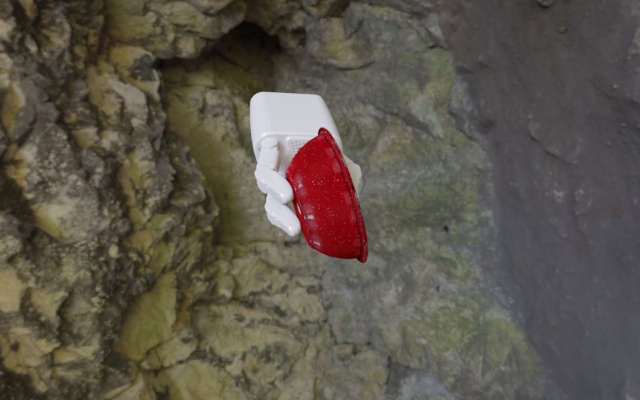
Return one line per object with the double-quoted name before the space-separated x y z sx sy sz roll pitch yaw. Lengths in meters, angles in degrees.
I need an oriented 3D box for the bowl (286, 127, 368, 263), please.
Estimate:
"bowl" 0.000 0.003 0.540 0.055 0.162 0.162 -18 2 -8
